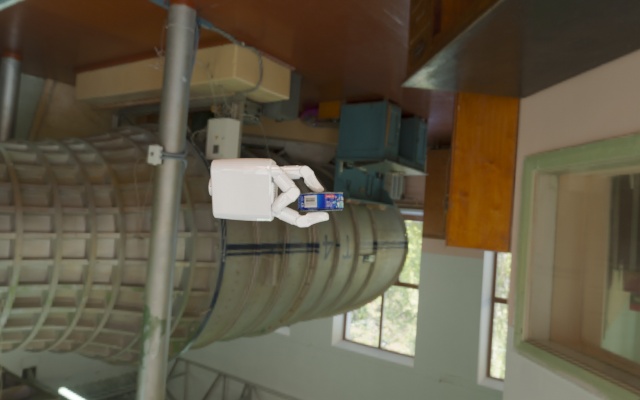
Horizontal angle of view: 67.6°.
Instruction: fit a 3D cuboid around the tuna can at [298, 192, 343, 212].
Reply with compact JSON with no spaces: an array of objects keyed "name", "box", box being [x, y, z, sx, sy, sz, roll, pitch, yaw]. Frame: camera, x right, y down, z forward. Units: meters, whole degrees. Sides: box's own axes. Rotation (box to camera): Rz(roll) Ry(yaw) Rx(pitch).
[{"name":"tuna can","box":[0.000,0.003,0.890,0.086,0.034,0.086,-1,-2,0]}]
